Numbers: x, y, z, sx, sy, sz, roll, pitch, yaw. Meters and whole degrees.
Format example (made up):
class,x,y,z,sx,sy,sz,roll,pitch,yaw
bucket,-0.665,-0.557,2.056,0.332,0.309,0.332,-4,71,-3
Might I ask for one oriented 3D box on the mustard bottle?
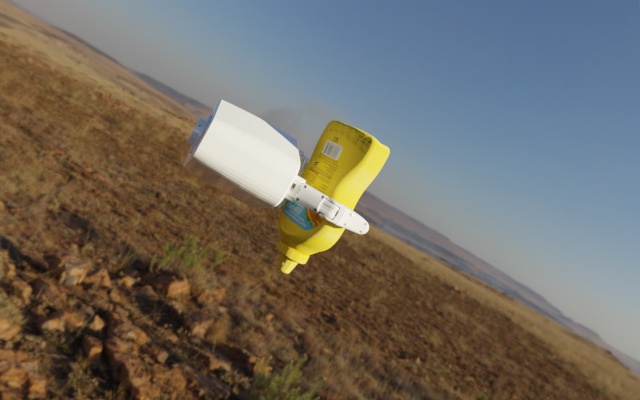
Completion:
class,x,y,z,sx,sy,sz,roll,pitch,yaw
mustard bottle,0.000,0.002,0.577,0.058,0.191,0.096,27,4,-42
